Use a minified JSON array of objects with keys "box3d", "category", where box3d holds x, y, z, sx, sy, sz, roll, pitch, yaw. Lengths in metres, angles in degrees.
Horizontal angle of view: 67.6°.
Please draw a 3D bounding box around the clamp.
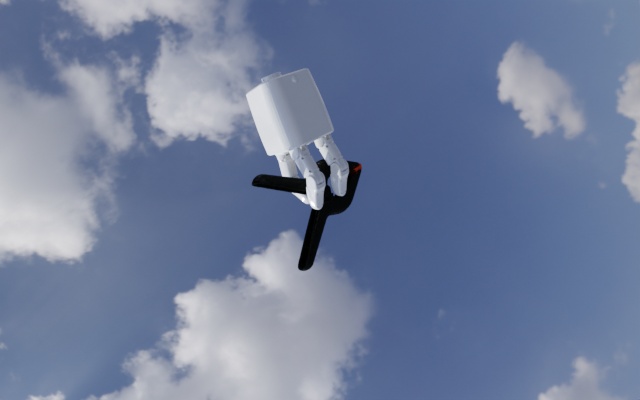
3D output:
[{"box3d":[0.000,0.002,0.772,0.210,0.164,0.036,-30,14,-39],"category":"clamp"}]
